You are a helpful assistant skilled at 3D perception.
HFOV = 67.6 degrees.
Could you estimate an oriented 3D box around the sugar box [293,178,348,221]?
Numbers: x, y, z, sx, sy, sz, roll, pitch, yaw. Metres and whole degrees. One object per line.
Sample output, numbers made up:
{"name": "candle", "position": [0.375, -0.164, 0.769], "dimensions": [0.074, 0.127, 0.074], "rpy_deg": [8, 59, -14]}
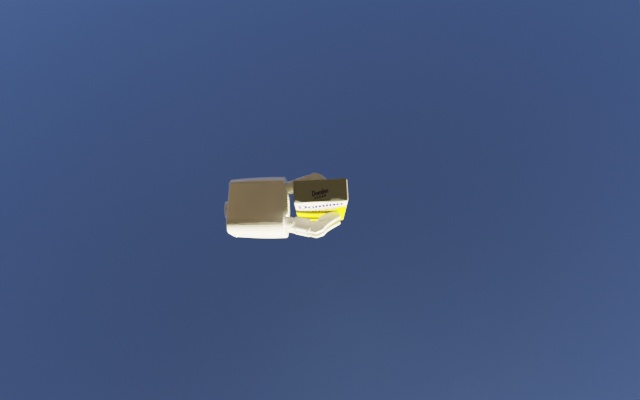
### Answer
{"name": "sugar box", "position": [0.000, 0.003, 0.876], "dimensions": [0.093, 0.048, 0.176], "rpy_deg": [-3, -10, 0]}
